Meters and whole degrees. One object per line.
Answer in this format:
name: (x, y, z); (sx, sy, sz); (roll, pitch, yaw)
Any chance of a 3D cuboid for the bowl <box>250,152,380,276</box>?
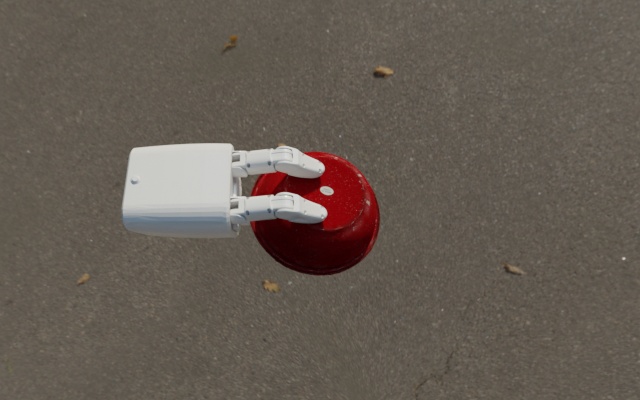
bowl: (0.001, 0.001, 0.553); (0.162, 0.162, 0.055); (0, -25, -14)
